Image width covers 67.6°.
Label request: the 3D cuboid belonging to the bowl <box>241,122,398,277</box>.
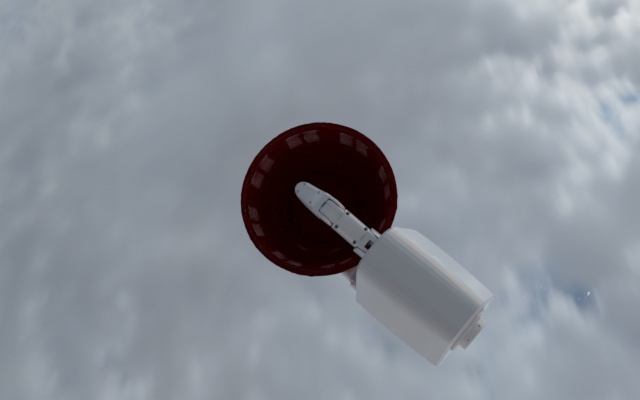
[{"bbox_3d":[-0.001,0.001,0.510,0.162,0.162,0.055,0,-13,8],"label":"bowl"}]
